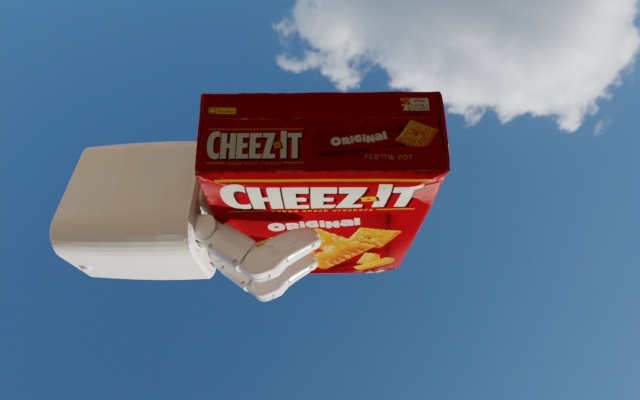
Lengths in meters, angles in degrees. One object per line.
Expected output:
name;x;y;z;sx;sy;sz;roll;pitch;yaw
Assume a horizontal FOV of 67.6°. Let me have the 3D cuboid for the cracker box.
cracker box;0.000;0.001;0.401;0.164;0.072;0.214;-1;-25;-1
